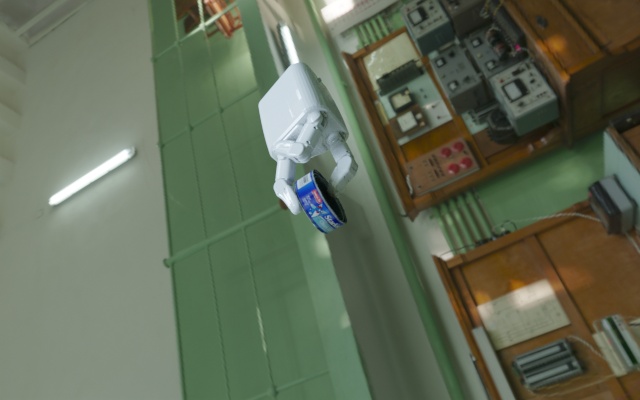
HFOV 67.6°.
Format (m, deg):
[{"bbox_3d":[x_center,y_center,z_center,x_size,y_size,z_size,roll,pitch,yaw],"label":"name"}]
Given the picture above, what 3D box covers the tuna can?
[{"bbox_3d":[0.000,0.002,0.657,0.034,0.086,0.086,-31,-7,12],"label":"tuna can"}]
